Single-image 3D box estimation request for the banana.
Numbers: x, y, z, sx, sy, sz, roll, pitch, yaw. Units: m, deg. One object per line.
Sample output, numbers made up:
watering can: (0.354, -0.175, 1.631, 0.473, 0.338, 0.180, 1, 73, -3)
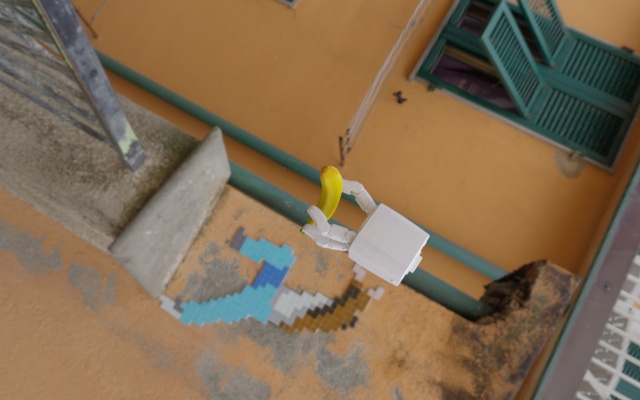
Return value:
banana: (0.011, -0.005, 0.878, 0.037, 0.198, 0.069, 37, 52, 15)
